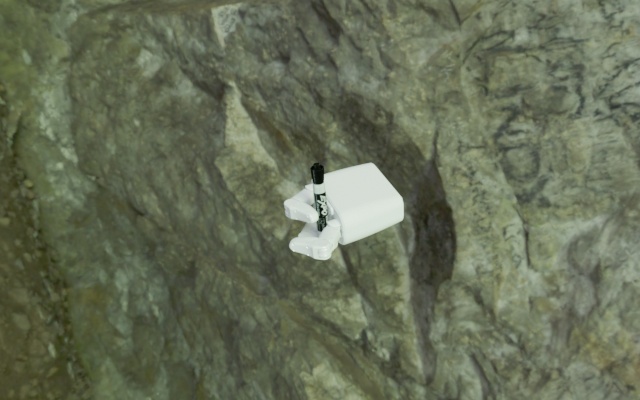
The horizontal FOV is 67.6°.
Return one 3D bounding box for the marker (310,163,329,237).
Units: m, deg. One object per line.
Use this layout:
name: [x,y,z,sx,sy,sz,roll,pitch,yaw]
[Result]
marker: [0.000,0.002,0.671,0.020,0.121,0.020,-4,31,3]
